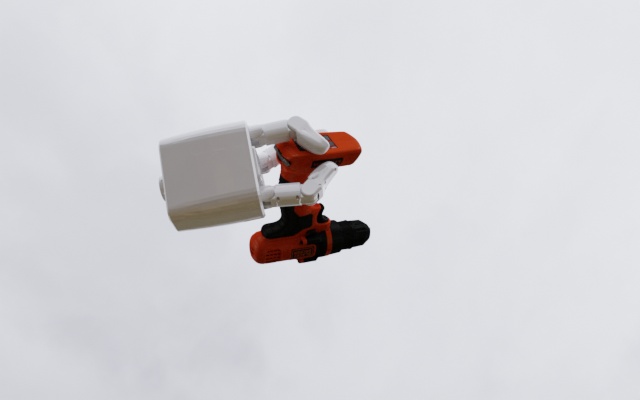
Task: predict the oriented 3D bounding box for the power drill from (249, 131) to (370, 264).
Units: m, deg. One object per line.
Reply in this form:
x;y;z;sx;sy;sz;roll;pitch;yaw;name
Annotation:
0.000;0.002;0.644;0.184;0.188;0.057;-8;37;-25;power drill
